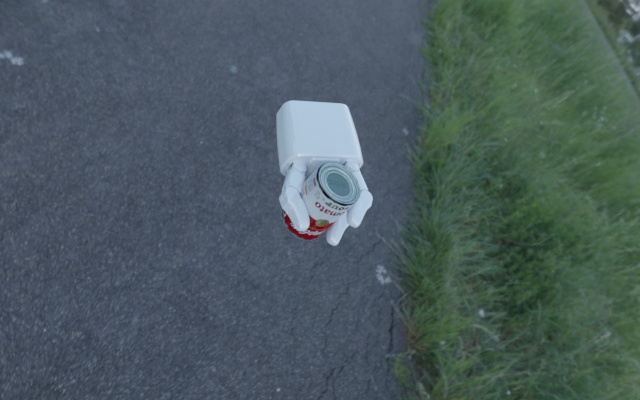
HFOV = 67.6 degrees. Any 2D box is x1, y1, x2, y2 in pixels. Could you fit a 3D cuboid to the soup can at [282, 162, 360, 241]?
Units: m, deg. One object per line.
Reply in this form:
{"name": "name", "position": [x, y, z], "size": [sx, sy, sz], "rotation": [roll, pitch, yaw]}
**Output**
{"name": "soup can", "position": [0.000, 0.002, 0.651], "size": [0.068, 0.068, 0.102], "rotation": [0, -30, -35]}
